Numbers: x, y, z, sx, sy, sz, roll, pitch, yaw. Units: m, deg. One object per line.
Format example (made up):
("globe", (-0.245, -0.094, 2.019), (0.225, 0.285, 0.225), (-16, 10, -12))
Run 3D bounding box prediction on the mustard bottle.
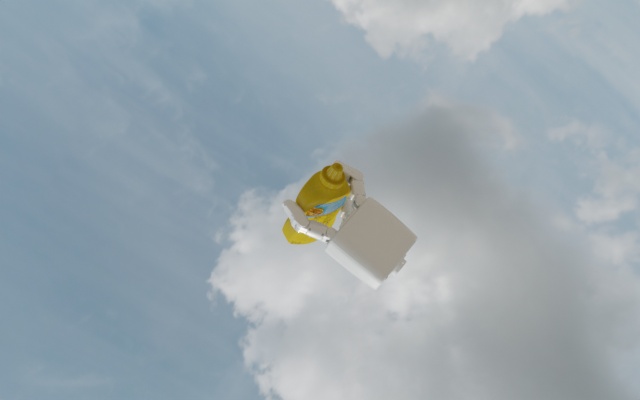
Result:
("mustard bottle", (0.000, 0.003, 0.815), (0.096, 0.058, 0.192), (-16, -28, -29))
